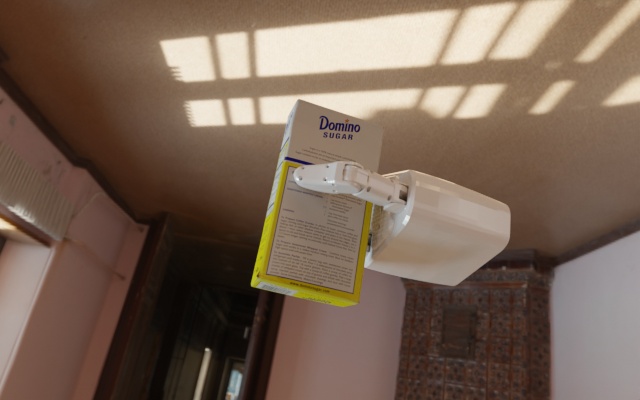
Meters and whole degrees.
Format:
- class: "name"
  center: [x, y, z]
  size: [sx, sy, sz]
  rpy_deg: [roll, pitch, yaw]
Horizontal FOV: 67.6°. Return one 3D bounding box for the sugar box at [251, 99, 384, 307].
- class: "sugar box"
  center: [0.000, 0.002, 0.446]
  size: [0.093, 0.176, 0.048]
  rpy_deg: [16, -23, -13]
